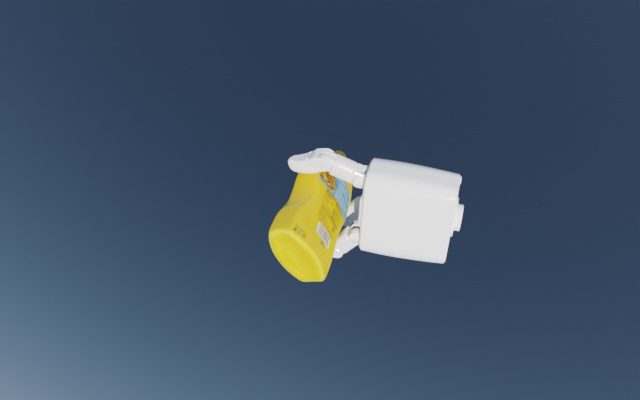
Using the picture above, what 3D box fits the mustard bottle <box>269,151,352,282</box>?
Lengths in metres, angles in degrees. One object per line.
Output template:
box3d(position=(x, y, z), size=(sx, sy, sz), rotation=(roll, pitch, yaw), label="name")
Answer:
box3d(position=(0.000, 0.002, 0.613), size=(0.058, 0.096, 0.191), rotation=(-8, 41, 31), label="mustard bottle")
